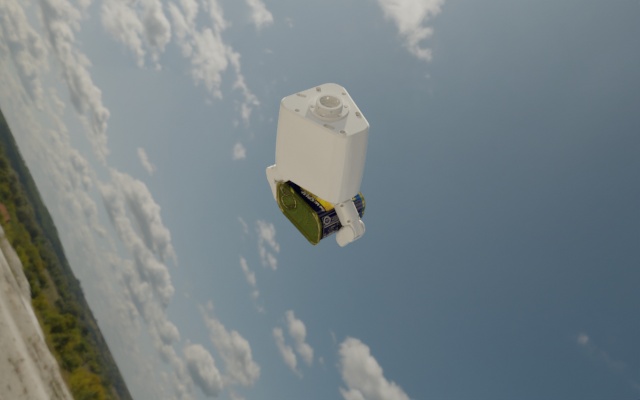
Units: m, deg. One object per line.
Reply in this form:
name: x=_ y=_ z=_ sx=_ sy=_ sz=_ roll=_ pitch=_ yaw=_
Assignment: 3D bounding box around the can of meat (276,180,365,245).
can of meat: x=0.000 y=0.002 z=0.671 sx=0.084 sy=0.057 sz=0.102 roll=-25 pitch=51 yaw=-28
